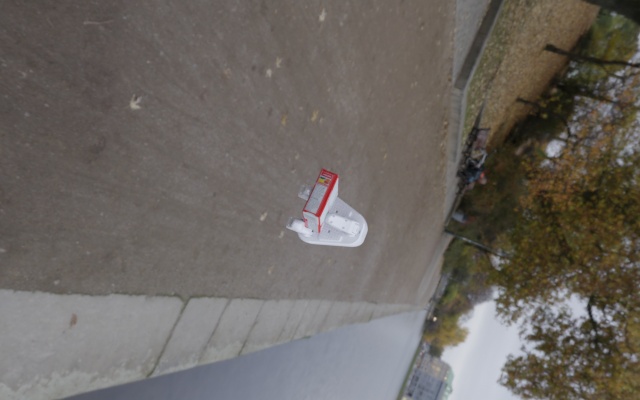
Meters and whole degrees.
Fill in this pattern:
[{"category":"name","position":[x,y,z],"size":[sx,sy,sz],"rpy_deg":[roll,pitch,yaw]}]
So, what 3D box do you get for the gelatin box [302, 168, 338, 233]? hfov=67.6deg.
[{"category":"gelatin box","position":[0.001,0.002,0.730],"size":[0.030,0.073,0.089],"rpy_deg":[23,-17,8]}]
